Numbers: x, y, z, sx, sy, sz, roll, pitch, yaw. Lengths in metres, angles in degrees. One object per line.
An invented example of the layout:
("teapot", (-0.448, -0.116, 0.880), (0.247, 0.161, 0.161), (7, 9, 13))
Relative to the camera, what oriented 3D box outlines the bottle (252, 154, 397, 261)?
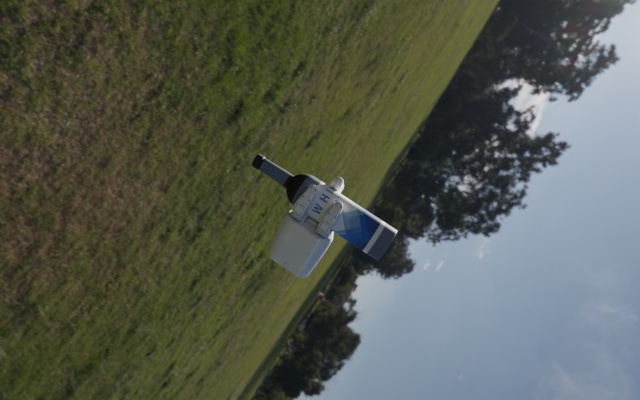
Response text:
("bottle", (0.000, 0.003, 0.888), (0.295, 0.069, 0.069), (33, 3, 5))
